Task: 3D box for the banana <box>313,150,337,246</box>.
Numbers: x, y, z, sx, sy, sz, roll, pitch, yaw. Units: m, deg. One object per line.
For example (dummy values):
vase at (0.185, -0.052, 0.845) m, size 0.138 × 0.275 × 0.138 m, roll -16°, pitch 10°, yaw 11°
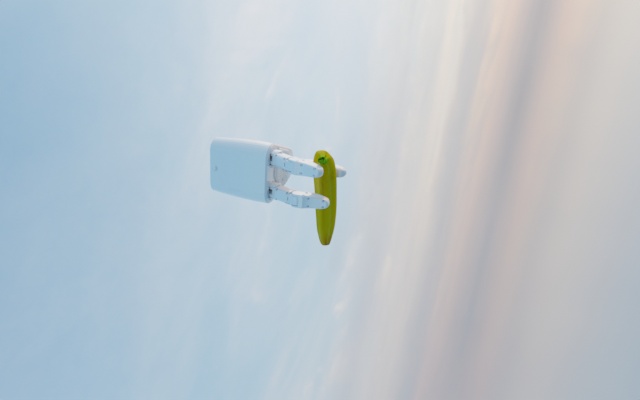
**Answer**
banana at (0.005, -0.013, 0.784) m, size 0.037 × 0.198 × 0.069 m, roll 8°, pitch 45°, yaw 14°
